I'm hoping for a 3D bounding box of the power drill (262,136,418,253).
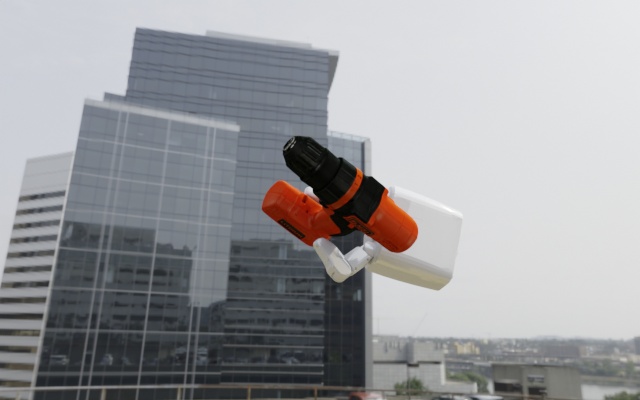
[{"bbox_3d":[0.000,0.002,0.574,0.184,0.057,0.187,40,-22,-20],"label":"power drill"}]
